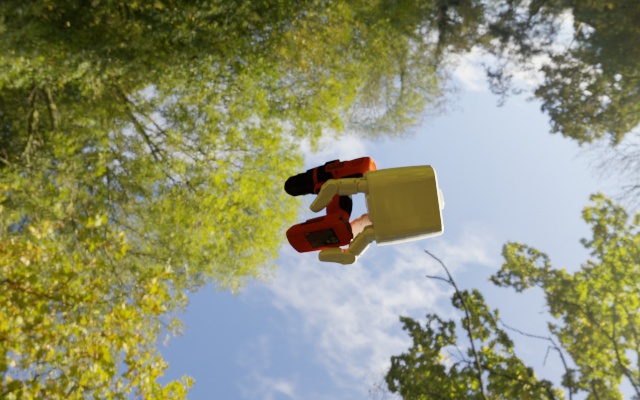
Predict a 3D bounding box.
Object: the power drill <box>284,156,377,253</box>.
[{"bbox_3d":[0.000,0.003,0.825,0.184,0.057,0.187,-14,38,26],"label":"power drill"}]
